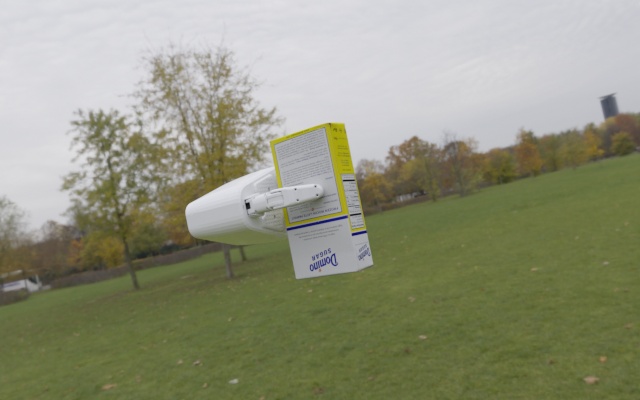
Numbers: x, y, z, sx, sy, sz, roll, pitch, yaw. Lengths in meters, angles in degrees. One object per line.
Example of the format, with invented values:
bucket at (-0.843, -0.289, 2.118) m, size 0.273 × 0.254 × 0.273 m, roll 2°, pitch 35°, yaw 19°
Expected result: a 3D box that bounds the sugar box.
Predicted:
sugar box at (0.000, 0.002, 0.579) m, size 0.093 × 0.176 × 0.048 m, roll -13°, pitch -1°, yaw 34°
